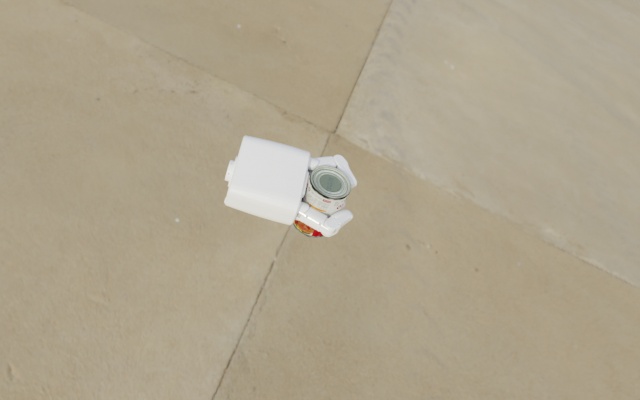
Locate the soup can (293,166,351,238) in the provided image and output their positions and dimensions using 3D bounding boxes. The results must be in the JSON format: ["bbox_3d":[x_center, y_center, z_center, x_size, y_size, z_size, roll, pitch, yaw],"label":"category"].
[{"bbox_3d":[0.001,0.002,0.750,0.068,0.068,0.102,0,-38,-23],"label":"soup can"}]
